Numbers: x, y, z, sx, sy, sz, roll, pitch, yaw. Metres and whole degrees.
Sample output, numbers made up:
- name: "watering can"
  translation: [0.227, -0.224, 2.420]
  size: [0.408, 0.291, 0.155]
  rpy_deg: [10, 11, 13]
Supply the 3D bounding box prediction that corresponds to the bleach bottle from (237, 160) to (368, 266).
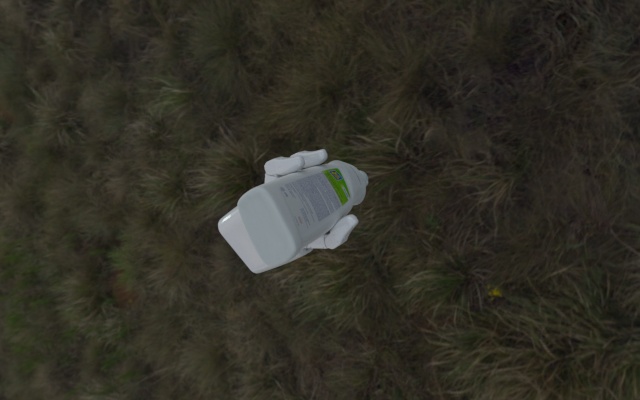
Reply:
- name: "bleach bottle"
  translation: [0.000, 0.002, 0.675]
  size: [0.068, 0.102, 0.251]
  rpy_deg: [-29, -3, 37]
